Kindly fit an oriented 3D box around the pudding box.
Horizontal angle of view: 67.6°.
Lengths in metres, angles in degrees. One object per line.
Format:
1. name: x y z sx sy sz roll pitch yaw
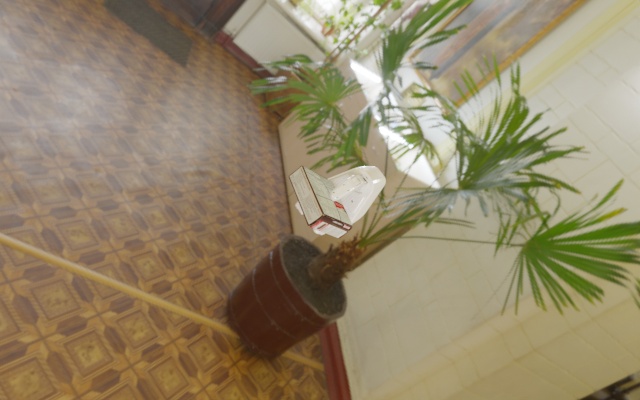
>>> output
1. pudding box: 0.000 0.003 0.820 0.039 0.113 0.090 -40 -37 21
